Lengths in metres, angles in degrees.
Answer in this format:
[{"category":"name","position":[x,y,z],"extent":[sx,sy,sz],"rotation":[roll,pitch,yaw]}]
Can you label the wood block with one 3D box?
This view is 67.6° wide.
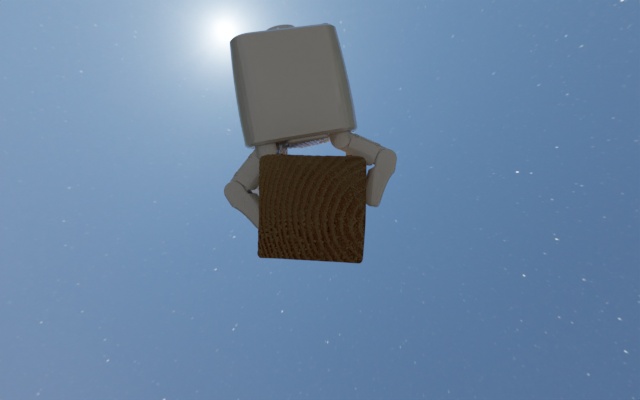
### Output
[{"category":"wood block","position":[0.000,0.001,0.495],"extent":[0.091,0.090,0.206],"rotation":[2,3,5]}]
